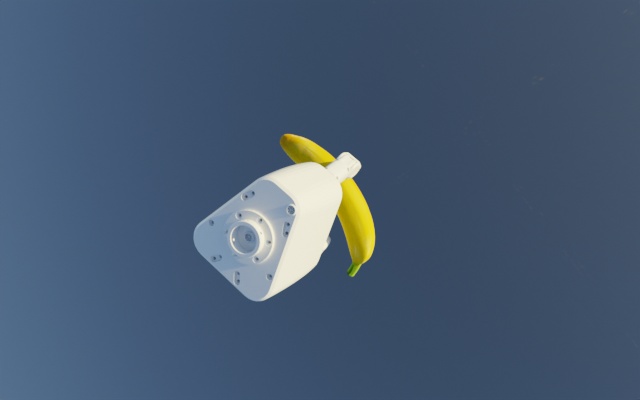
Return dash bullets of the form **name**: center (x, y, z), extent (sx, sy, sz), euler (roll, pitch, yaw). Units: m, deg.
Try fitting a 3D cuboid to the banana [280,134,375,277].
- **banana**: center (0.017, -0.002, 0.580), extent (0.069, 0.198, 0.037), euler (-26, 1, 27)
